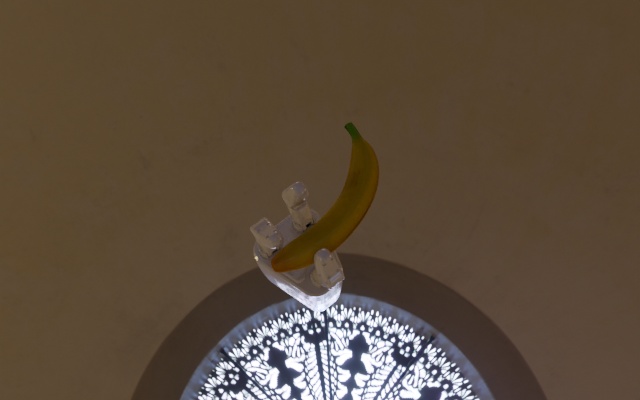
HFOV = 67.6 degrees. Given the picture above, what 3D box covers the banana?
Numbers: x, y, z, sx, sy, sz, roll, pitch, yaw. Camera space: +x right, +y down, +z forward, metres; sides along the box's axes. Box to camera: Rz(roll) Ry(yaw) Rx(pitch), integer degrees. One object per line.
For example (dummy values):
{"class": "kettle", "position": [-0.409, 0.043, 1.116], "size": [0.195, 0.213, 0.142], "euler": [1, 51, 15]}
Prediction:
{"class": "banana", "position": [0.018, 0.007, 0.543], "size": [0.069, 0.197, 0.037], "euler": [25, -19, 10]}
